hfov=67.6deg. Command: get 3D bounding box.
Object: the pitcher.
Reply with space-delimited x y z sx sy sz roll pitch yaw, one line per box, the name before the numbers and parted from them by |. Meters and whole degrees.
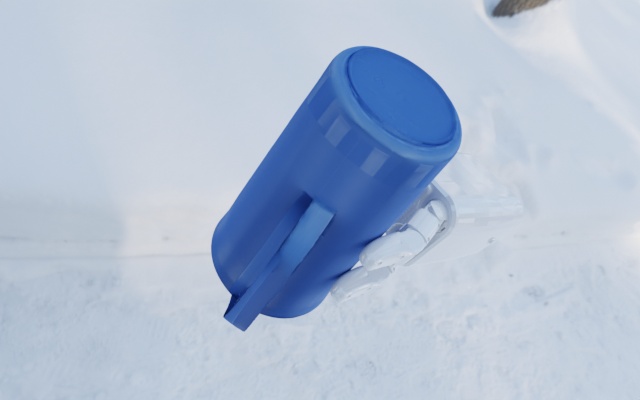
pitcher | 0.000 0.001 0.401 0.145 0.149 0.243 0 -34 -32
